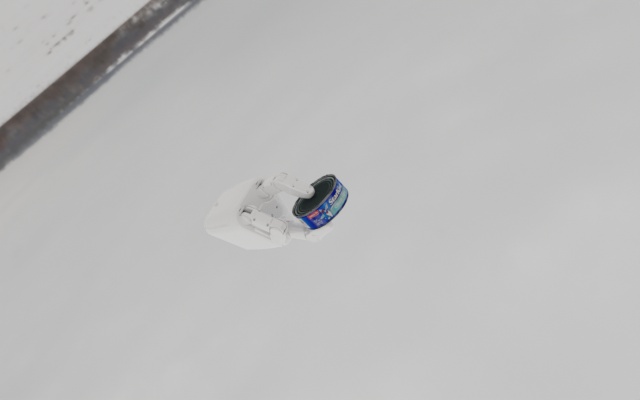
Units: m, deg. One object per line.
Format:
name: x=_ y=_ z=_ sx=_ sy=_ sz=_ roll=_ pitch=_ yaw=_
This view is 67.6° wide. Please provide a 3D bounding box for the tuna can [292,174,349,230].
tuna can: x=0.001 y=0.003 z=0.713 sx=0.034 sy=0.086 sz=0.086 roll=46 pitch=-21 yaw=-22
